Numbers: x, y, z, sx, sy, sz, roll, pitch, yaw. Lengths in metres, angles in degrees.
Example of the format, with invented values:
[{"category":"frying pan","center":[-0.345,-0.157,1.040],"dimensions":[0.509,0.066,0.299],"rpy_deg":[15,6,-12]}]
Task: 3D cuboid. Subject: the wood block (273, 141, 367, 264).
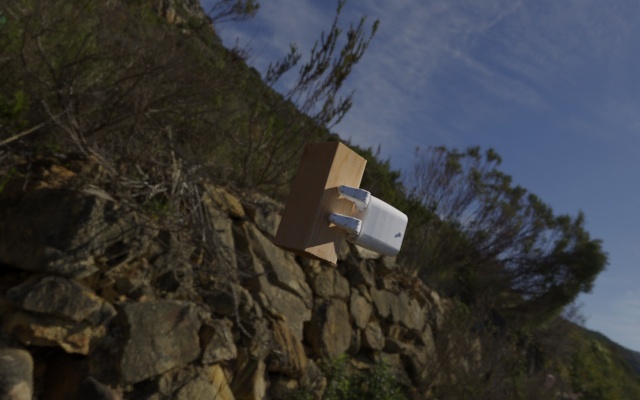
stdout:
[{"category":"wood block","center":[0.000,0.003,0.892],"dimensions":[0.091,0.206,0.090],"rpy_deg":[4,-19,47]}]
